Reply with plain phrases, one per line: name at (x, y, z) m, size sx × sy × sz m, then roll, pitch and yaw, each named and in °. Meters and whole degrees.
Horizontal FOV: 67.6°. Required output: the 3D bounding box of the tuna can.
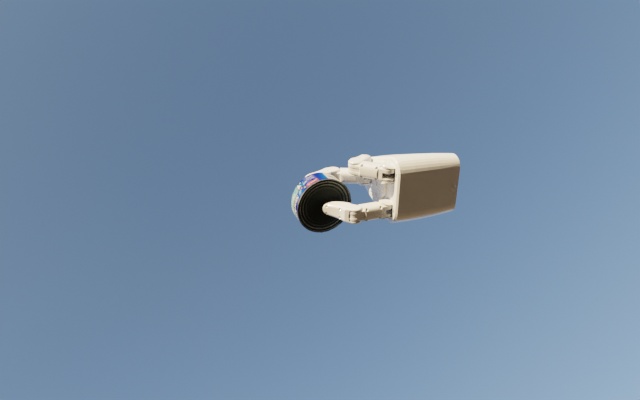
tuna can at (0.000, 0.002, 0.709) m, size 0.086 × 0.086 × 0.033 m, roll 0°, pitch 24°, yaw -25°
